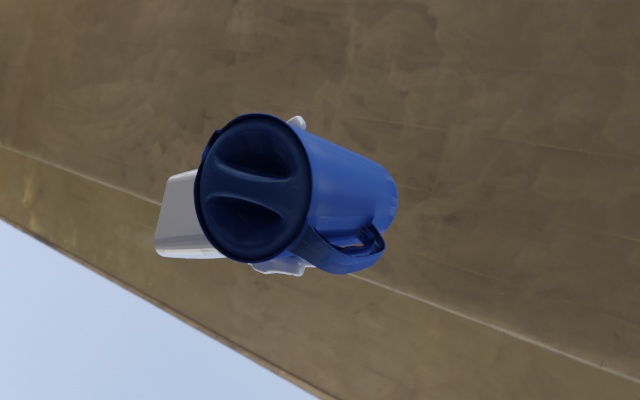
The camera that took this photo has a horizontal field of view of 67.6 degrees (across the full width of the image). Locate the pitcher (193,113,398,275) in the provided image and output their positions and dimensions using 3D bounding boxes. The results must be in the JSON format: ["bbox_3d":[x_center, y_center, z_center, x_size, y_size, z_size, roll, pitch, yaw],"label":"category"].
[{"bbox_3d":[0.000,0.002,0.515,0.145,0.149,0.243,-8,-7,30],"label":"pitcher"}]
